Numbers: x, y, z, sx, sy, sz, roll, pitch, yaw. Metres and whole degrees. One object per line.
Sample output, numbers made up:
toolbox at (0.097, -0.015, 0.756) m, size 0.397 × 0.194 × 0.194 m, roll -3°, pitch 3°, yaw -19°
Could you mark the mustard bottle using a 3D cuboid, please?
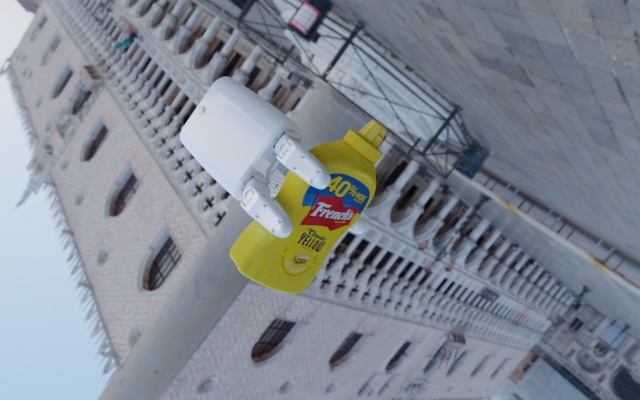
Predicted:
mustard bottle at (0.000, 0.002, 0.477) m, size 0.096 × 0.191 × 0.058 m, roll 29°, pitch 11°, yaw -42°
